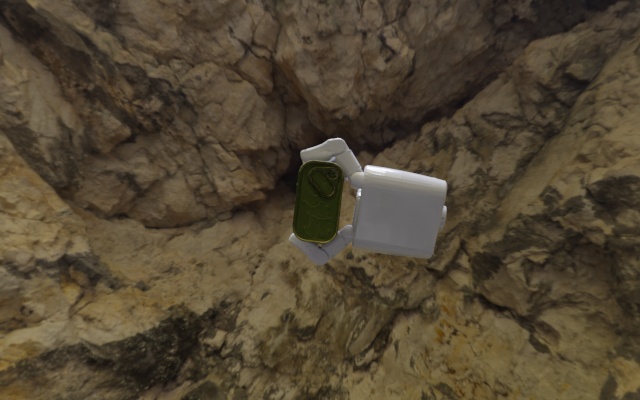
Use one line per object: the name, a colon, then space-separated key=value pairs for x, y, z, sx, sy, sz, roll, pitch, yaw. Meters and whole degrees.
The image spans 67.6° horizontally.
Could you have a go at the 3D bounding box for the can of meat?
can of meat: x=0.000 y=0.002 z=0.630 sx=0.057 sy=0.102 sz=0.084 roll=6 pitch=0 yaw=4
